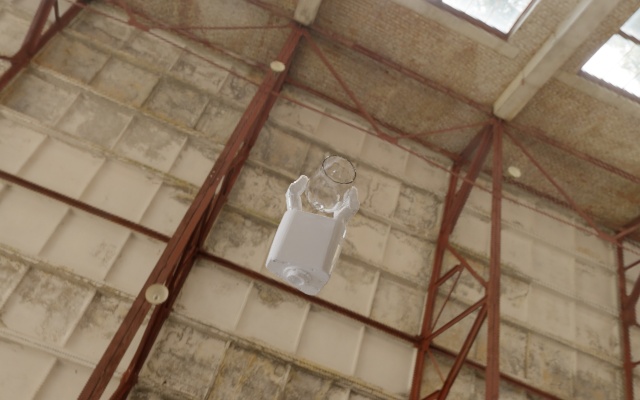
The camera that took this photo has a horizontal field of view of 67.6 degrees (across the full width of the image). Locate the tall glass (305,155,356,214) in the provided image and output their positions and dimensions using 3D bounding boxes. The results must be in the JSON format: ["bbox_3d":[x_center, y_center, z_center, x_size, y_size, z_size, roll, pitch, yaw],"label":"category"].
[{"bbox_3d":[0.000,0.003,0.885,0.079,0.079,0.201,0,-34,-23],"label":"tall glass"}]
